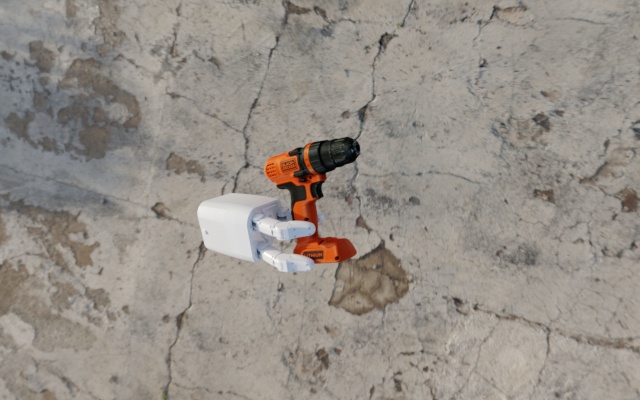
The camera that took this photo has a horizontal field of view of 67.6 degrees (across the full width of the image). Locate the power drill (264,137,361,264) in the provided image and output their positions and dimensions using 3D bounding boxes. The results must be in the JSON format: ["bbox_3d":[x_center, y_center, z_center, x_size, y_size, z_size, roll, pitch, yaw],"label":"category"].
[{"bbox_3d":[0.000,0.003,0.749,0.184,0.187,0.057,-10,2,42],"label":"power drill"}]
